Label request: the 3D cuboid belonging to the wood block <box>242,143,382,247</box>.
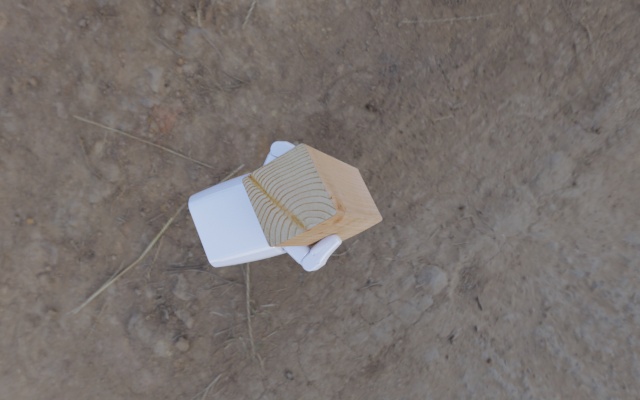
[{"bbox_3d":[0.000,0.002,0.621,0.090,0.091,0.206,-28,-13,17],"label":"wood block"}]
